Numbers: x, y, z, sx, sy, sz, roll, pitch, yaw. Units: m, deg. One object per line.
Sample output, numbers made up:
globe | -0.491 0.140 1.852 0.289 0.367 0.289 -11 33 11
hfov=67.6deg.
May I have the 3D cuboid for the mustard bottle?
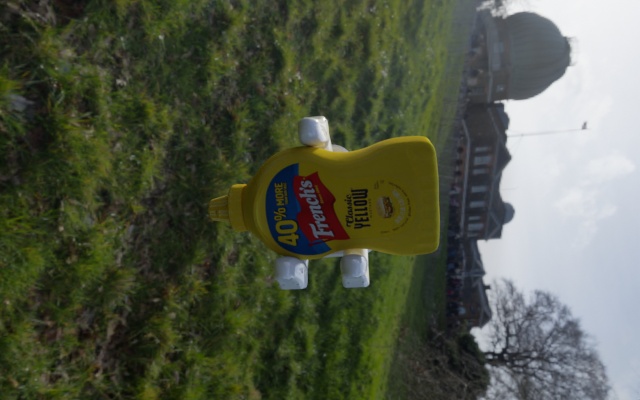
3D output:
mustard bottle | 0.000 0.001 0.404 0.191 0.096 0.058 -4 18 7
